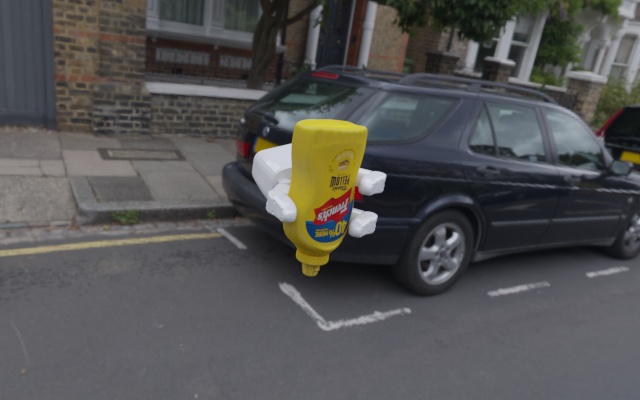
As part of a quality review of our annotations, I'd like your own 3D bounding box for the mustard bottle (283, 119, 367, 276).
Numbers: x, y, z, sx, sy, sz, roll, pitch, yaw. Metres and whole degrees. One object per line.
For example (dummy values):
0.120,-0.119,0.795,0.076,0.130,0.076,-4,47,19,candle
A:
0.000,0.002,0.573,0.058,0.192,0.096,24,23,38,mustard bottle
